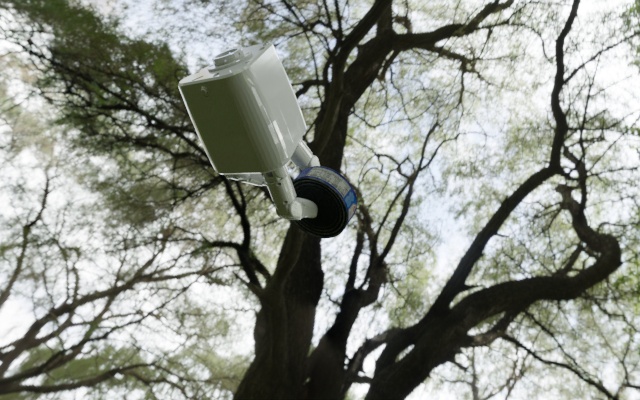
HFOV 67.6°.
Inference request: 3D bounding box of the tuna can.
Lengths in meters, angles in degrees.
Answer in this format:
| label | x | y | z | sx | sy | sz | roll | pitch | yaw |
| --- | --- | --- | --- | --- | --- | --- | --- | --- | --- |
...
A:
| label | x | y | z | sx | sy | sz | roll | pitch | yaw |
| --- | --- | --- | --- | --- | --- | --- | --- | --- | --- |
| tuna can | 0.000 | 0.002 | 0.579 | 0.086 | 0.086 | 0.033 | 0 | 32 | 31 |
